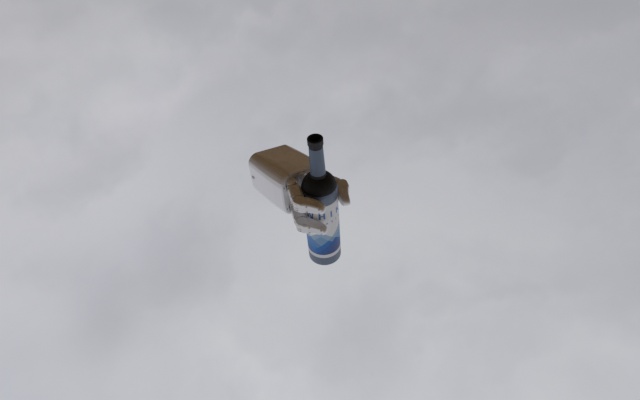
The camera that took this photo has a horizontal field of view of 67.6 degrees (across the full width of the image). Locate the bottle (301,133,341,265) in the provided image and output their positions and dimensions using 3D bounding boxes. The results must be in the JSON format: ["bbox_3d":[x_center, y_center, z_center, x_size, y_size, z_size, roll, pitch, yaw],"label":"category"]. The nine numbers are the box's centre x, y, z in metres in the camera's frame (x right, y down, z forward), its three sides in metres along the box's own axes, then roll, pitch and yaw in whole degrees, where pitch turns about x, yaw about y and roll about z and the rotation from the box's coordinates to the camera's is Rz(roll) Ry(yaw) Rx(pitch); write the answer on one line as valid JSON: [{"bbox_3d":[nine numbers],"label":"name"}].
[{"bbox_3d":[0.000,0.003,0.886,0.069,0.296,0.069,-3,44,2],"label":"bottle"}]
